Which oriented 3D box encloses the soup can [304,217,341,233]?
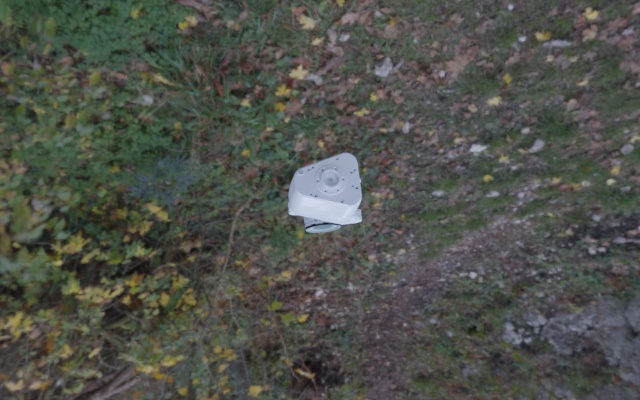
[{"bbox_3d":[0.000,0.003,0.884,0.068,0.102,0.068,-6,-15,-2],"label":"soup can"}]
